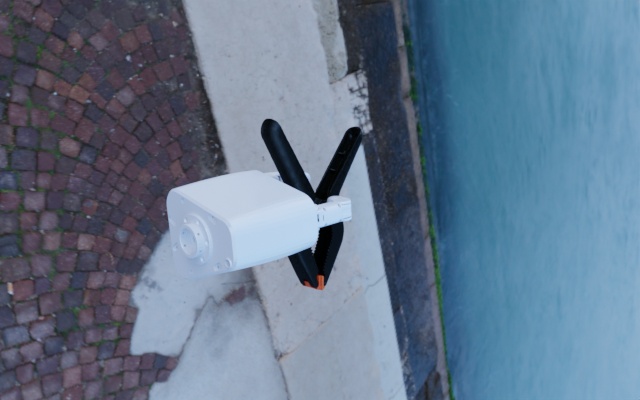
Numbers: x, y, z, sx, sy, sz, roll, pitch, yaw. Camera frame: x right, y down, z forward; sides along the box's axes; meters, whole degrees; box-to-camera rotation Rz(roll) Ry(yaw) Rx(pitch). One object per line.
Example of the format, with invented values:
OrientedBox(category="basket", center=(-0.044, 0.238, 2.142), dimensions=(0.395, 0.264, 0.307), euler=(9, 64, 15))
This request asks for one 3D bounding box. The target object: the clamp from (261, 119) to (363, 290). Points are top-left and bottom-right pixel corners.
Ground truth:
OrientedBox(category="clamp", center=(0.001, 0.003, 0.585), dimensions=(0.036, 0.210, 0.164), euler=(6, 15, 43))
